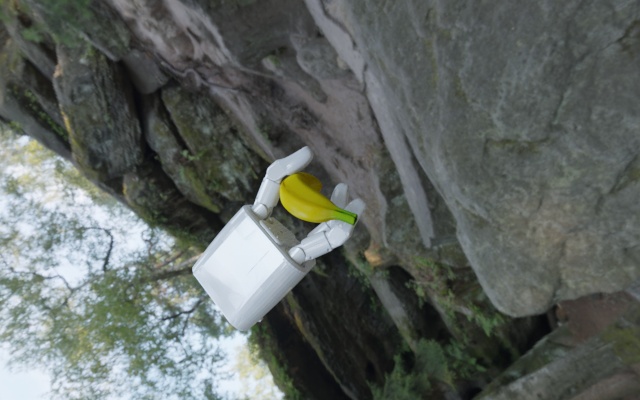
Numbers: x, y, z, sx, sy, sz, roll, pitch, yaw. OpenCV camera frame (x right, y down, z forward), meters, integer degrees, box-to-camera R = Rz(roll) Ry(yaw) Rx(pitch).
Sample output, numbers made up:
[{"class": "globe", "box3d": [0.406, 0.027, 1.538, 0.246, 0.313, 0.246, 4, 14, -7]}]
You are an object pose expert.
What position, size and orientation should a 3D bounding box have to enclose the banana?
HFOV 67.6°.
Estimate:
[{"class": "banana", "box3d": [-0.016, -0.005, 0.557, 0.069, 0.037, 0.197, 24, 8, -16]}]
